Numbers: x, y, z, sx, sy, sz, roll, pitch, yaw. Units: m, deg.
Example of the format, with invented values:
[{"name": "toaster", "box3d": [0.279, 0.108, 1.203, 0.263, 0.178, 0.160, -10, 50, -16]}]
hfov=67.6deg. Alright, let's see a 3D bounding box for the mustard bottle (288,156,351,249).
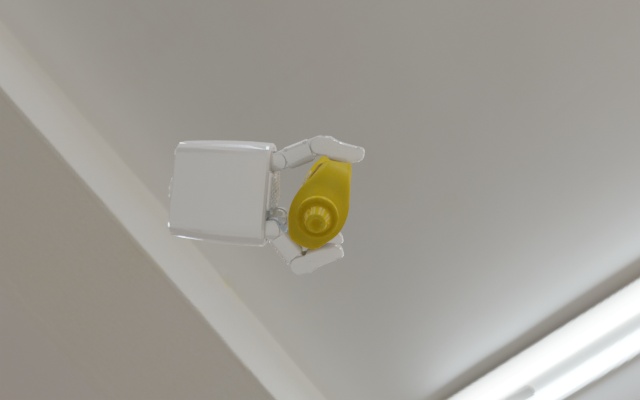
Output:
[{"name": "mustard bottle", "box3d": [0.000, 0.002, 0.528, 0.058, 0.096, 0.191, 27, 12, -2]}]
